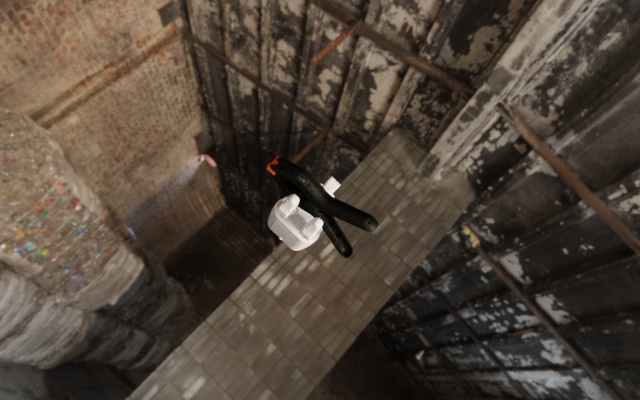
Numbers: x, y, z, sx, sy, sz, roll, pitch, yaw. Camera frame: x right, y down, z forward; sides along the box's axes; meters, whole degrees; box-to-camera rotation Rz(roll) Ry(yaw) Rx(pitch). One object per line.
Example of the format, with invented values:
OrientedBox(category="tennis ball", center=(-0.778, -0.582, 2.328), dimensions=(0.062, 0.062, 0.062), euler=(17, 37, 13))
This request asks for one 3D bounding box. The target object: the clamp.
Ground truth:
OrientedBox(category="clamp", center=(0.000, 0.002, 0.779), dimensions=(0.036, 0.210, 0.165), euler=(-45, -1, -25))
